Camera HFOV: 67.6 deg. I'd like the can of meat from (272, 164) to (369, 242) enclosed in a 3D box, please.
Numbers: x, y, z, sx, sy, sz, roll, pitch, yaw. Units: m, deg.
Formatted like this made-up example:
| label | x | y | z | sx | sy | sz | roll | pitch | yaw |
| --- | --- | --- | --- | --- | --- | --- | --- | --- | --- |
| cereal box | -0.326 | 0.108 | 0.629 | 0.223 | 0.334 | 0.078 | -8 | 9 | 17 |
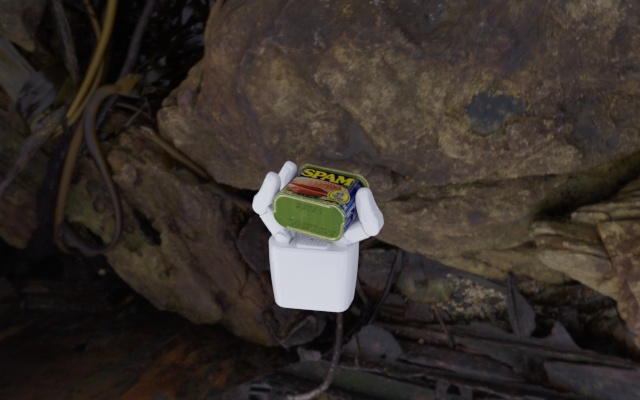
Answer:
| label | x | y | z | sx | sy | sz | roll | pitch | yaw |
| --- | --- | --- | --- | --- | --- | --- | --- | --- | --- |
| can of meat | 0.000 | 0.002 | 0.606 | 0.102 | 0.057 | 0.084 | 14 | 33 | 19 |
